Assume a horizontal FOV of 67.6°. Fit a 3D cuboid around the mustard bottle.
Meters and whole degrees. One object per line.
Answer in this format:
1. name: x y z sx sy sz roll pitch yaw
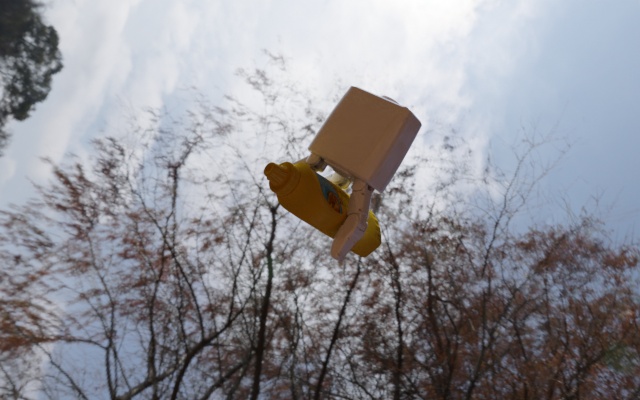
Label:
1. mustard bottle: 0.000 0.002 0.613 0.058 0.096 0.192 -41 -45 16
